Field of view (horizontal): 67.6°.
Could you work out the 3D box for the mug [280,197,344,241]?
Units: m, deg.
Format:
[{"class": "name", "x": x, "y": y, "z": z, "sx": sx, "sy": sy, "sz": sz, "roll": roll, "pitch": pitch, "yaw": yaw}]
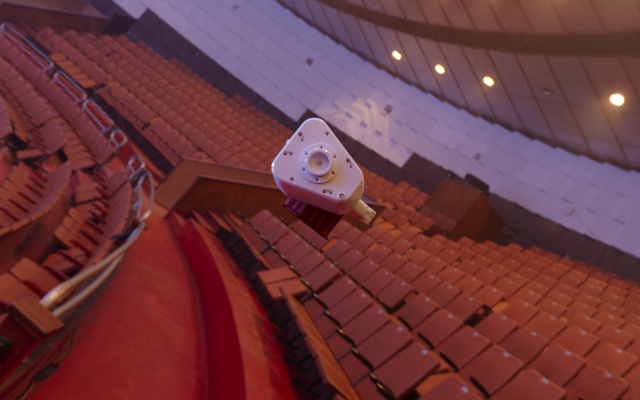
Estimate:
[{"class": "mug", "x": 0.000, "y": 0.002, "z": 0.733, "sx": 0.093, "sy": 0.081, "sz": 0.117, "roll": 37, "pitch": -4, "yaw": 6}]
